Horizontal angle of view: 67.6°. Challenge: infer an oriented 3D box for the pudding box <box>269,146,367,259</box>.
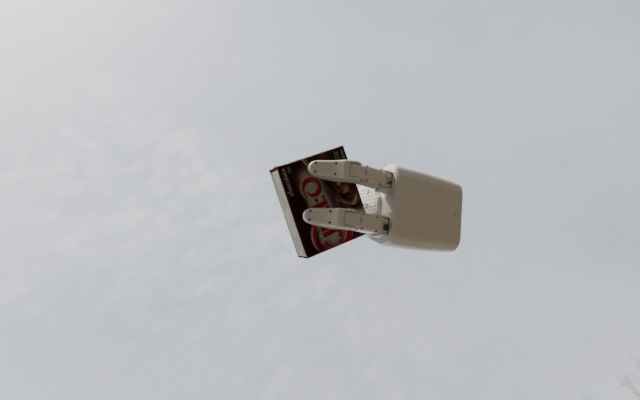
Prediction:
[{"bbox_3d":[0.000,0.002,0.568,0.090,0.113,0.039,-21,2,-24],"label":"pudding box"}]
